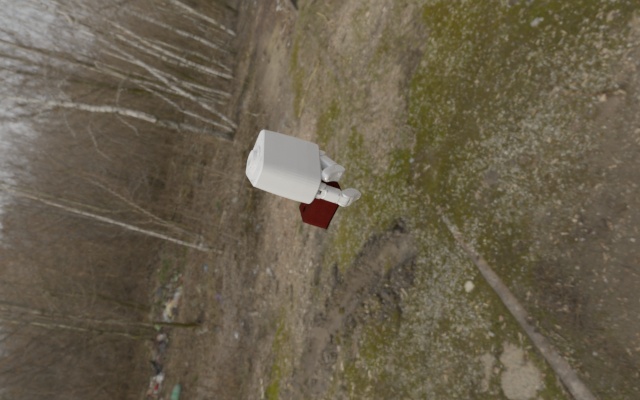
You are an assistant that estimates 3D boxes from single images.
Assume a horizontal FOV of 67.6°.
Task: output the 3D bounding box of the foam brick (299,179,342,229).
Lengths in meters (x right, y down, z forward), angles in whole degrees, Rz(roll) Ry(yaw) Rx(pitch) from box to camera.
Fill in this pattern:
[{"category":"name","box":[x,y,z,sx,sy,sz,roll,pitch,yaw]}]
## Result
[{"category":"foam brick","box":[0.000,0.003,0.881,0.051,0.078,0.053,14,29,-23]}]
